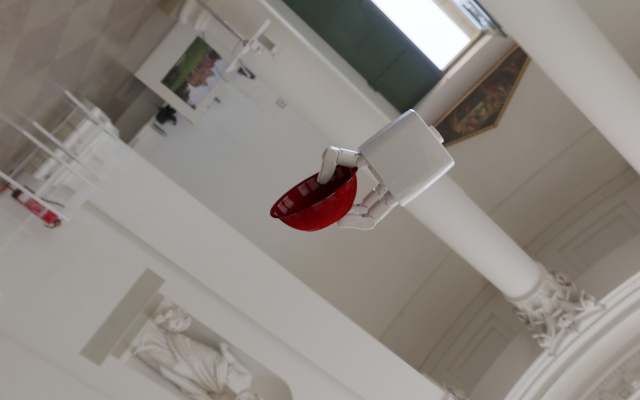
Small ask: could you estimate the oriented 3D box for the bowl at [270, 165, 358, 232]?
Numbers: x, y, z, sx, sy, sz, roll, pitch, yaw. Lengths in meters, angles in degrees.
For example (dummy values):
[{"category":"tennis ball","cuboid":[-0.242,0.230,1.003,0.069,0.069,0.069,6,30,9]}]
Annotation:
[{"category":"bowl","cuboid":[-0.001,0.003,0.775,0.162,0.055,0.162,-27,17,9]}]
